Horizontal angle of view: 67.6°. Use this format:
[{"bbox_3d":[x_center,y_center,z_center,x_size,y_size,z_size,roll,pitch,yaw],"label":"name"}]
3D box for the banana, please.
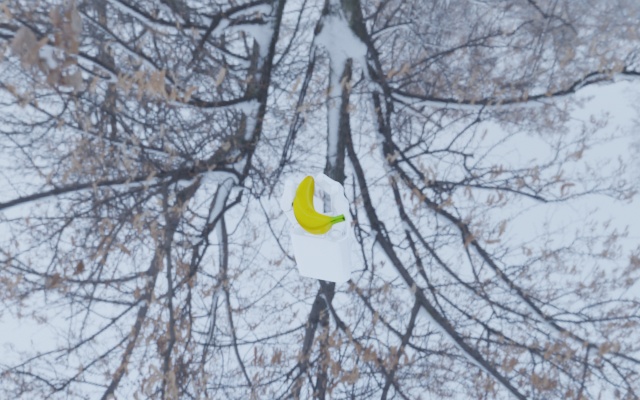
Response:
[{"bbox_3d":[-0.015,0.012,0.839,0.069,0.037,0.197,-27,30,-6],"label":"banana"}]
